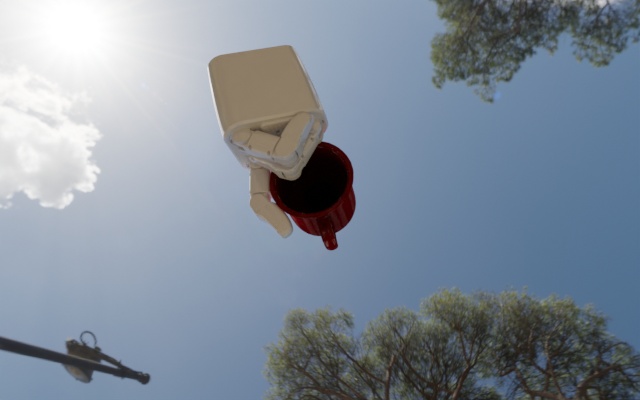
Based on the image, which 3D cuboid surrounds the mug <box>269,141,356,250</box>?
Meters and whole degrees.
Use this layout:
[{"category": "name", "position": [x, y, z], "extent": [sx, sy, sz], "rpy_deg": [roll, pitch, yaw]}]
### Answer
[{"category": "mug", "position": [0.001, 0.003, 0.545], "extent": [0.093, 0.117, 0.081], "rpy_deg": [-19, -26, 2]}]
